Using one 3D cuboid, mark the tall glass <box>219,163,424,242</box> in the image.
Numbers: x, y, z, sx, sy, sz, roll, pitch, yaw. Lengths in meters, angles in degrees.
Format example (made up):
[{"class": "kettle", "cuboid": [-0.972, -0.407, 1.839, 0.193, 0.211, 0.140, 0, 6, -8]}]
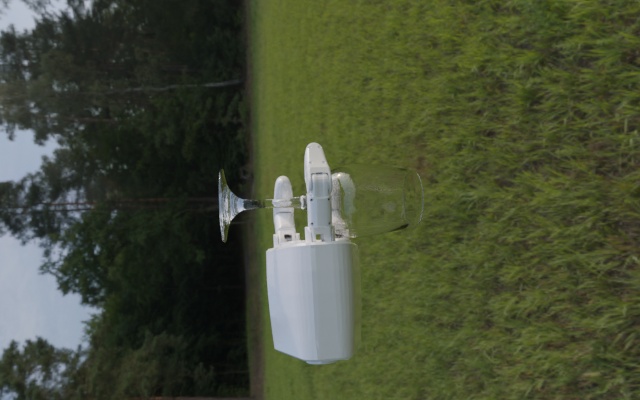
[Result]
[{"class": "tall glass", "cuboid": [-0.001, 0.001, 0.492, 0.201, 0.079, 0.079, -3, 0, -8]}]
